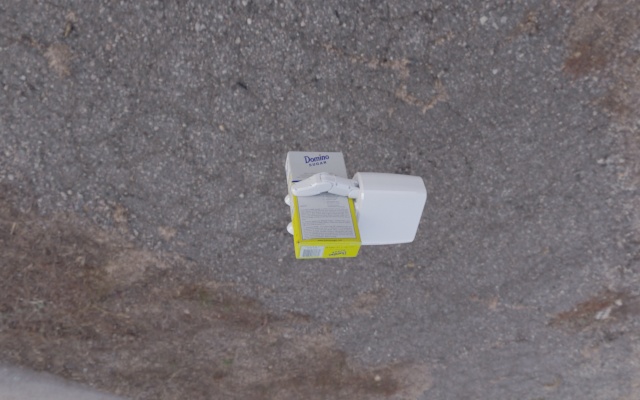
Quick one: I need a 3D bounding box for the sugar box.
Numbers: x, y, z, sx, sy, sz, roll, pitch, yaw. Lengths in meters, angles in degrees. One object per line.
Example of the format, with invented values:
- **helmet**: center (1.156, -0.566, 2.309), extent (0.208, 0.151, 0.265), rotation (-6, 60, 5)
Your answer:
- **sugar box**: center (0.000, 0.003, 0.732), extent (0.093, 0.176, 0.048), rotation (0, -40, -12)
